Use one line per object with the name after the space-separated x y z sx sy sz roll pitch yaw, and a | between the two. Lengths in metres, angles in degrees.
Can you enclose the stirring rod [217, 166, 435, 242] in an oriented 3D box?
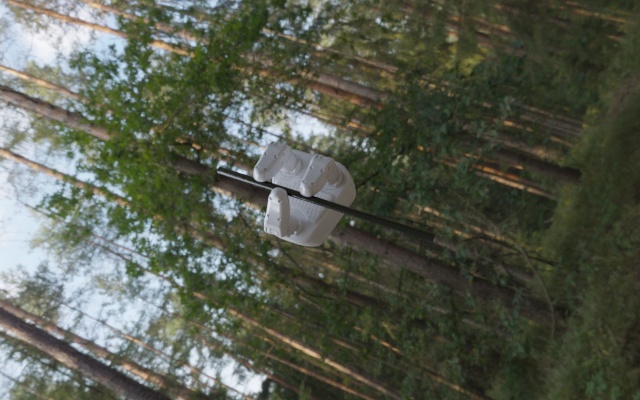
0.000 0.002 0.496 0.239 0.011 0.011 18 4 14 | stirring rod
